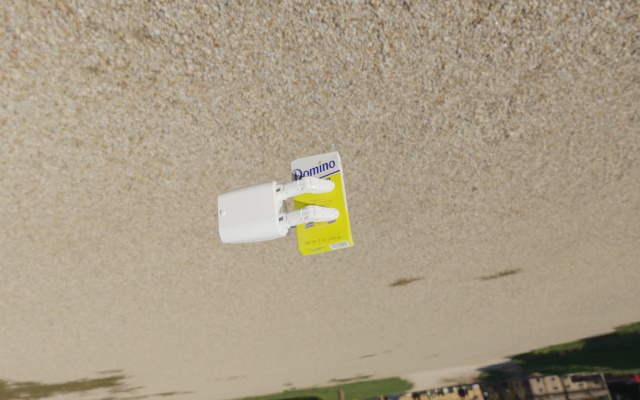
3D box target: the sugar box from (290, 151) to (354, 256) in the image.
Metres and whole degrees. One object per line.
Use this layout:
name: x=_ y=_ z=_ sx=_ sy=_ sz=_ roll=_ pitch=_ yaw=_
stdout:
sugar box: x=0.000 y=0.003 z=0.853 sx=0.093 sy=0.176 sz=0.048 roll=-11 pitch=-23 yaw=7
